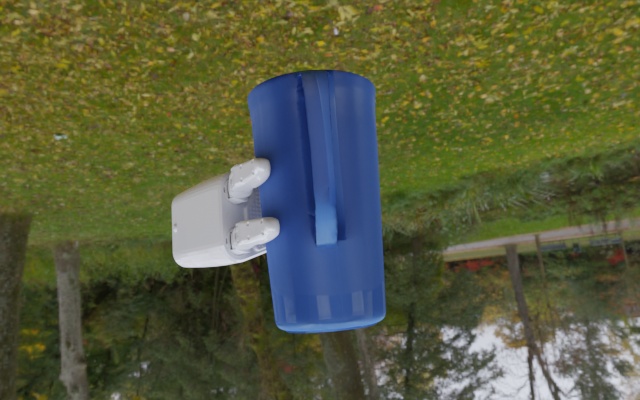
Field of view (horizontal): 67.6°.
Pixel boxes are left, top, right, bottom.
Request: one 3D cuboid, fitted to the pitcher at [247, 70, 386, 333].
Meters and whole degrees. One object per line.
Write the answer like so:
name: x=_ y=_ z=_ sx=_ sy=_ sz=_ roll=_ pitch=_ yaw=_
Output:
pitcher: x=0.000 y=0.002 z=0.471 sx=0.145 sy=0.242 sz=0.149 roll=-14 pitch=-13 yaw=40
